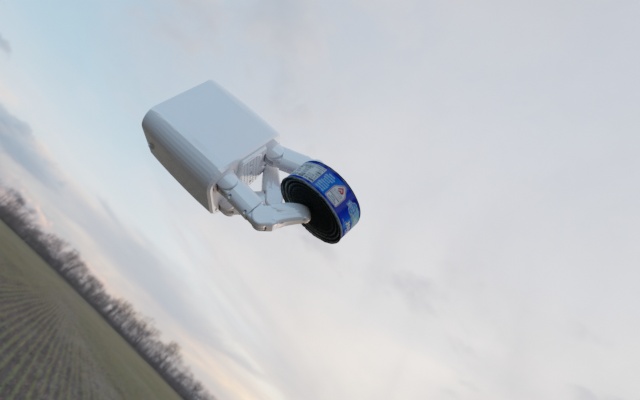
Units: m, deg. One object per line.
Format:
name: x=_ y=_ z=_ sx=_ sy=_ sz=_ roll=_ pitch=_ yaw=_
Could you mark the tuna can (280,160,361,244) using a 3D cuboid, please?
tuna can: x=0.001 y=0.001 z=0.493 sx=0.033 sy=0.086 sz=0.086 roll=-41 pitch=20 yaw=-25
